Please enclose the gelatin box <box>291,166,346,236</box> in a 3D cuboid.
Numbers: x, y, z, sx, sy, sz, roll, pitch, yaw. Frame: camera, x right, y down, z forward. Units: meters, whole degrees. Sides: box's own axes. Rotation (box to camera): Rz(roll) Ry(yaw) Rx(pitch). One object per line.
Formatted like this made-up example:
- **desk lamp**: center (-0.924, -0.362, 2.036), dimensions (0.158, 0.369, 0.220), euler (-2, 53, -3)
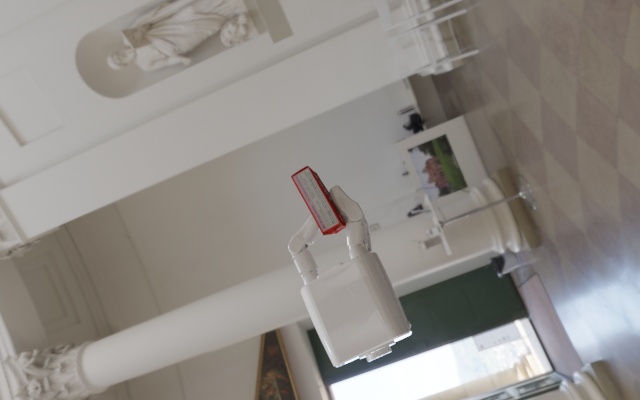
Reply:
- **gelatin box**: center (0.000, 0.002, 0.630), dimensions (0.030, 0.089, 0.073), euler (-31, -7, 5)
